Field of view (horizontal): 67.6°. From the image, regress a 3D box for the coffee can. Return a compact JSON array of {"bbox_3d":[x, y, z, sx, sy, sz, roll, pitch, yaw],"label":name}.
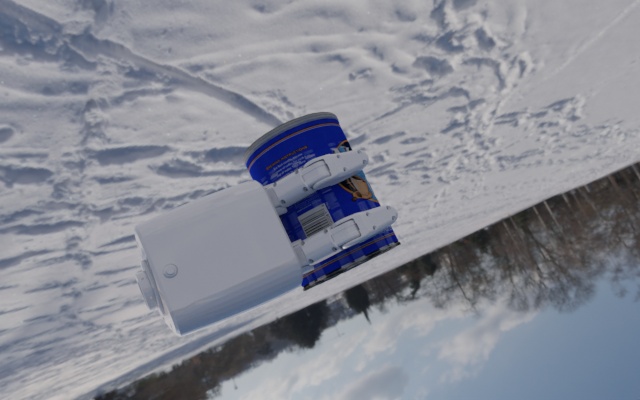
[{"bbox_3d":[0.000,0.001,0.461,0.103,0.140,0.103,-25,-10,-5],"label":"coffee can"}]
